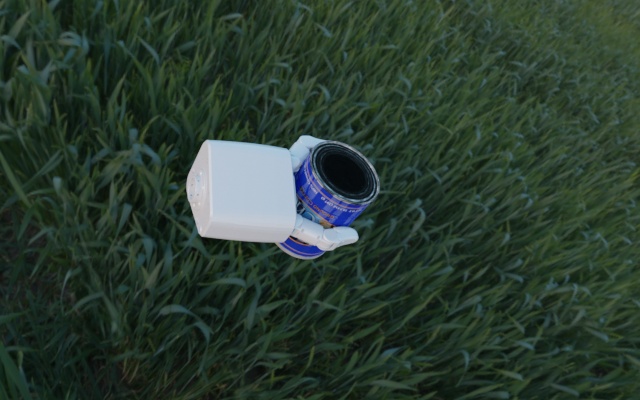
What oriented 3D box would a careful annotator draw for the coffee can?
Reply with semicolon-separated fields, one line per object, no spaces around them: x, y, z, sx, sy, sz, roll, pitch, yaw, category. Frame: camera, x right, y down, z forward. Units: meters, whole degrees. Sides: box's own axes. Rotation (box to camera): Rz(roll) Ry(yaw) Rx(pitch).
0.000;0.002;0.653;0.103;0.102;0.140;0;-35;-35;coffee can
